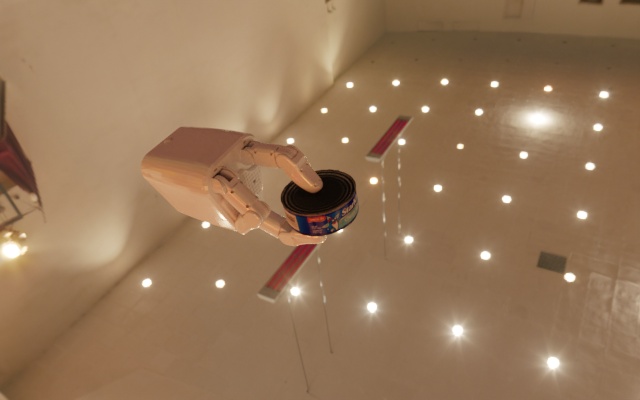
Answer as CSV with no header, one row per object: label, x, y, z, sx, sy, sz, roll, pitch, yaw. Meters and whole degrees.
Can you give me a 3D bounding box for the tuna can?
tuna can,0.000,0.002,0.542,0.086,0.034,0.086,-9,35,6
